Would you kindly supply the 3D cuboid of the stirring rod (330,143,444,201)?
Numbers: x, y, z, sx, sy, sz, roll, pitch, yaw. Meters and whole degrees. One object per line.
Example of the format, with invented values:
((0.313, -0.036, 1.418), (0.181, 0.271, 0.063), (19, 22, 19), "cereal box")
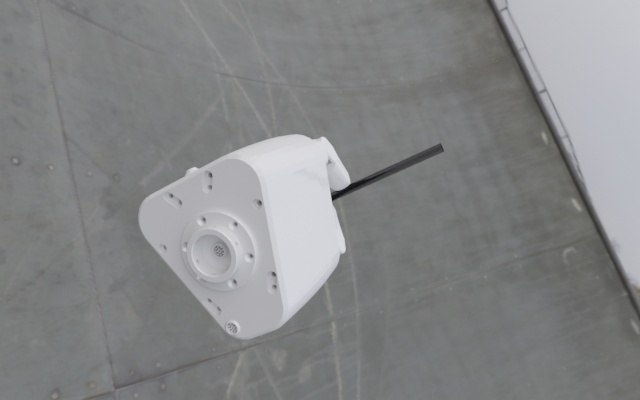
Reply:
((0.000, 0.002, 0.445), (0.239, 0.011, 0.011), (-24, -9, 20), "stirring rod")
